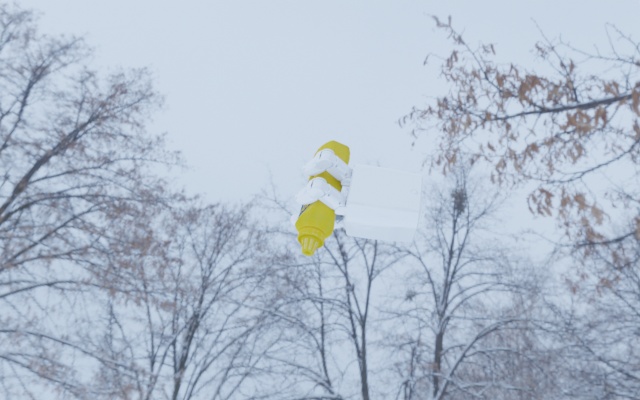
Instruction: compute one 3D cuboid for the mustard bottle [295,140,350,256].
[{"bbox_3d":[0.000,0.002,0.751,0.058,0.191,0.096,23,-37,-12],"label":"mustard bottle"}]
